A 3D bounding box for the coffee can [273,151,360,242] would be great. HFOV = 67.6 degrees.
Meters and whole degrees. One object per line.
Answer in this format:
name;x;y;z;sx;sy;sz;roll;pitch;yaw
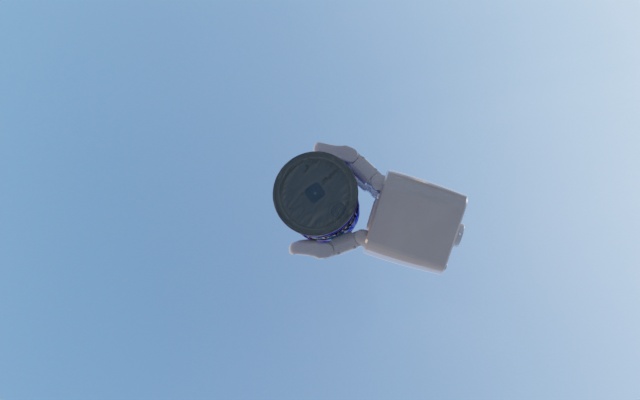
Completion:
coffee can;0.000;0.002;0.633;0.103;0.103;0.140;0;-9;6
